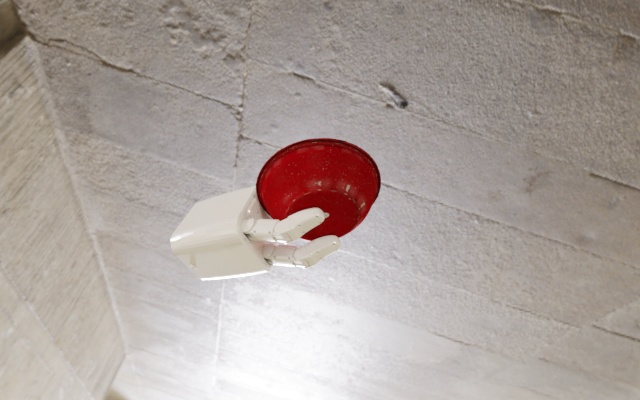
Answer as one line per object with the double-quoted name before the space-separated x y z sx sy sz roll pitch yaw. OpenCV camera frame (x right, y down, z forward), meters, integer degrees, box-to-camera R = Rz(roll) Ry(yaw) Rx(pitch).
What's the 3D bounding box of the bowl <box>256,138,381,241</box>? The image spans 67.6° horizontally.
"bowl" 0.001 0.002 0.596 0.162 0.162 0.055 0 44 -7
